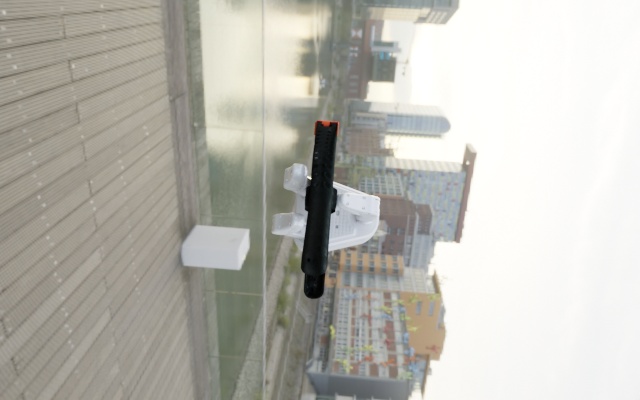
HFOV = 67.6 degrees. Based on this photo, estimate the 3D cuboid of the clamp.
[{"bbox_3d":[0.001,0.001,0.533,0.036,0.210,0.164,5,-13,0],"label":"clamp"}]
